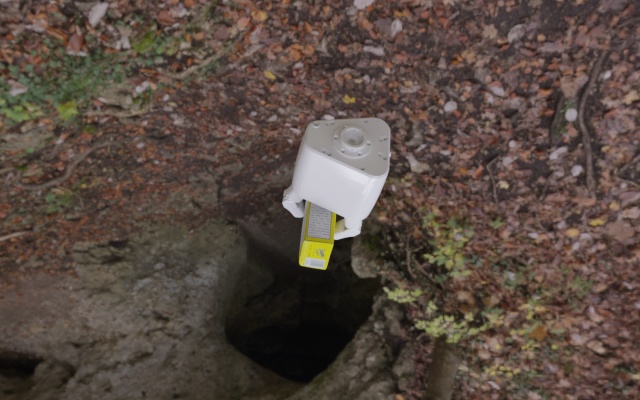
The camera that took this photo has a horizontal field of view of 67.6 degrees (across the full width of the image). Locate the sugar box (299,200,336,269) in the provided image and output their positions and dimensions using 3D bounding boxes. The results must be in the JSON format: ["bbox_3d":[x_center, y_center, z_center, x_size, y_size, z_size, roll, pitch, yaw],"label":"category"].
[{"bbox_3d":[0.001,0.002,0.705,0.048,0.176,0.093,9,-30,-3],"label":"sugar box"}]
